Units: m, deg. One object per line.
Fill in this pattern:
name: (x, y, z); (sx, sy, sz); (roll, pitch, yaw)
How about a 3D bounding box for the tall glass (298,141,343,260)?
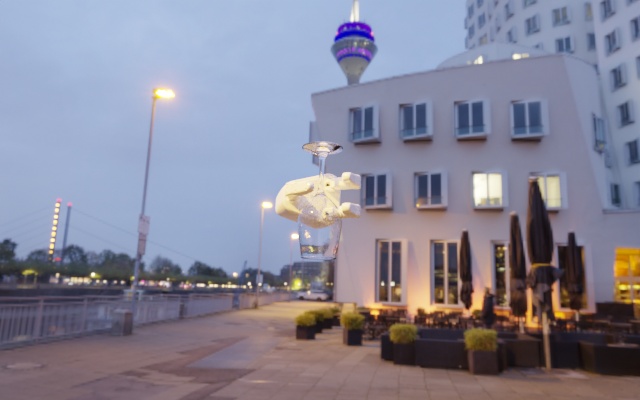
tall glass: (0.000, 0.002, 0.844); (0.079, 0.201, 0.079); (2, -11, 0)
